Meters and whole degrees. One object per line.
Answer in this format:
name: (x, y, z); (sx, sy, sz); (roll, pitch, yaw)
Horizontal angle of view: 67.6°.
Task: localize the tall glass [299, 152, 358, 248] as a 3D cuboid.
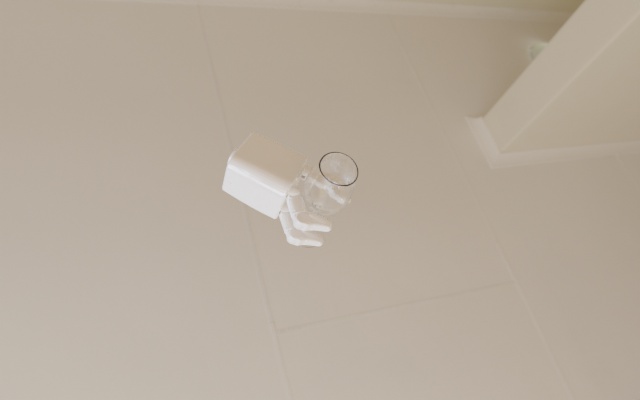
tall glass: (0.000, 0.003, 0.789); (0.079, 0.079, 0.201); (0, -30, -19)
